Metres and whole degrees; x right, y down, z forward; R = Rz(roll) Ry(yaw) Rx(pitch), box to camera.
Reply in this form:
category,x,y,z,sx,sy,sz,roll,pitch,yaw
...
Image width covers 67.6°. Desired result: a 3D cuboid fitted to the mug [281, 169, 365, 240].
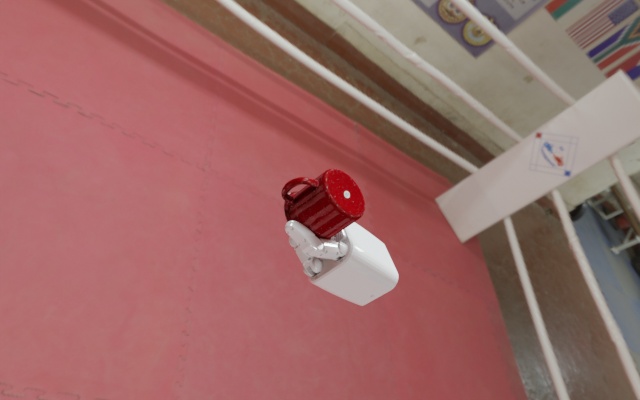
category,x,y,z,sx,sy,sz,roll,pitch,yaw
mug,-0.001,0.001,0.674,0.117,0.093,0.081,32,-50,-28
